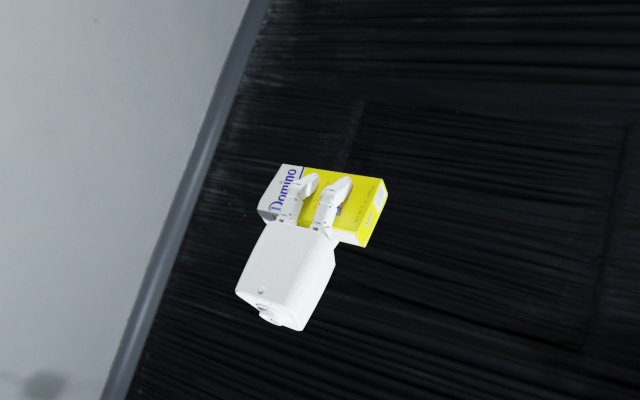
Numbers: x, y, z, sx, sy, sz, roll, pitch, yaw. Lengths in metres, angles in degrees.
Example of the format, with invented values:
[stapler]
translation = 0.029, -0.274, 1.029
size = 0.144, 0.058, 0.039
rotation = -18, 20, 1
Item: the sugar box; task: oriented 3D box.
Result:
[sugar box]
translation = 0.000, 0.002, 0.698
size = 0.176, 0.093, 0.048
rotation = 12, -30, 30
